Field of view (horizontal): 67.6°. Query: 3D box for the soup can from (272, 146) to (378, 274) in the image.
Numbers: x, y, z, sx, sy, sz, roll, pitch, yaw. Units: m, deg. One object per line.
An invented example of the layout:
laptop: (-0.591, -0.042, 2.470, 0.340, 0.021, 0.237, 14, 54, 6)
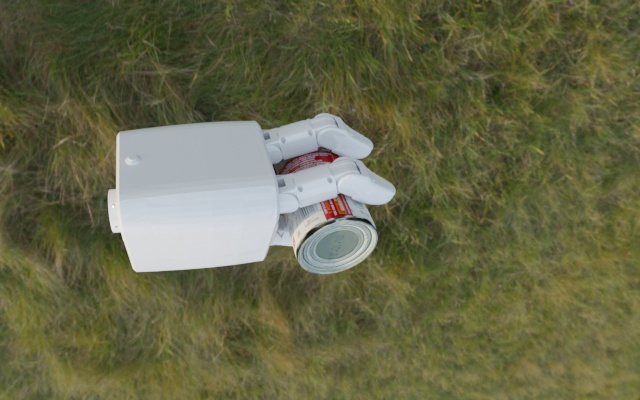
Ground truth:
soup can: (0.001, 0.002, 0.400, 0.068, 0.102, 0.069, -12, -41, -11)
